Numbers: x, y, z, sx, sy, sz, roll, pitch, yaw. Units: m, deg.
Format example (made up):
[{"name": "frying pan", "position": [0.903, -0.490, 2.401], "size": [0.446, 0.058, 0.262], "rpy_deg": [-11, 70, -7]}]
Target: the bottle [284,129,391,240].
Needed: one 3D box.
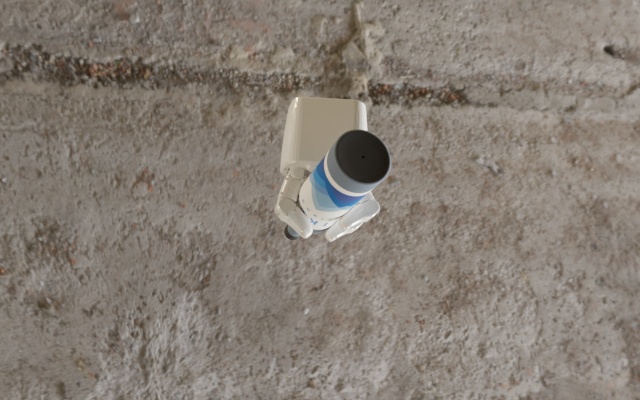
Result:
[{"name": "bottle", "position": [0.000, 0.002, 0.642], "size": [0.069, 0.069, 0.296], "rpy_deg": [0, -20, -19]}]
